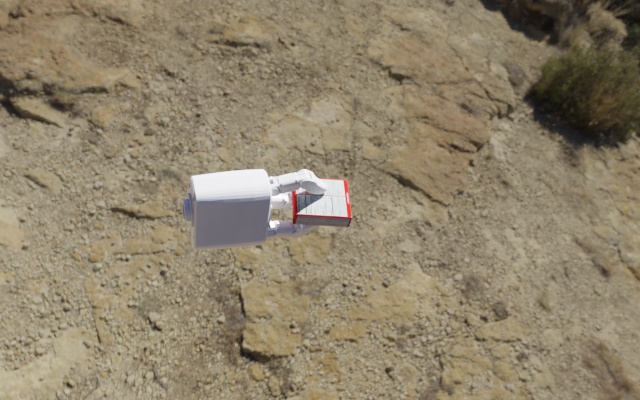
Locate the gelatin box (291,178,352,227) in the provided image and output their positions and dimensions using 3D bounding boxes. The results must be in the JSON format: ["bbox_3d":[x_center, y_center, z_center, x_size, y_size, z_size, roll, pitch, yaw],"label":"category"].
[{"bbox_3d":[0.001,0.002,0.733,0.089,0.073,0.030,3,-37,-11],"label":"gelatin box"}]
